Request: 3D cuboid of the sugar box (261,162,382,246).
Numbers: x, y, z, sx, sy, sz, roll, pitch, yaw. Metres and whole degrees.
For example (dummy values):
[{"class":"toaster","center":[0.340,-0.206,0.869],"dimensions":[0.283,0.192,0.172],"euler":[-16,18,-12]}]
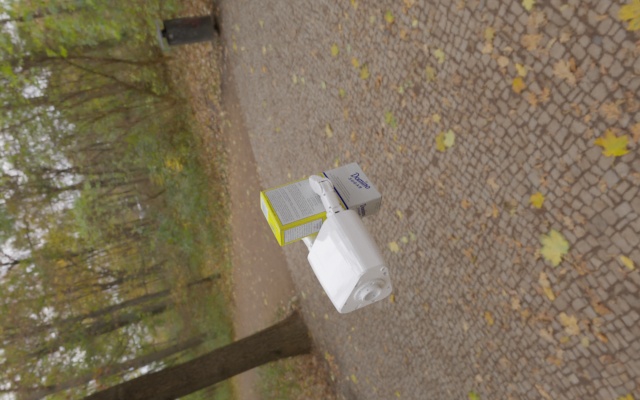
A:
[{"class":"sugar box","center":[0.000,0.003,0.772],"dimensions":[0.176,0.048,0.093],"euler":[-16,49,-19]}]
